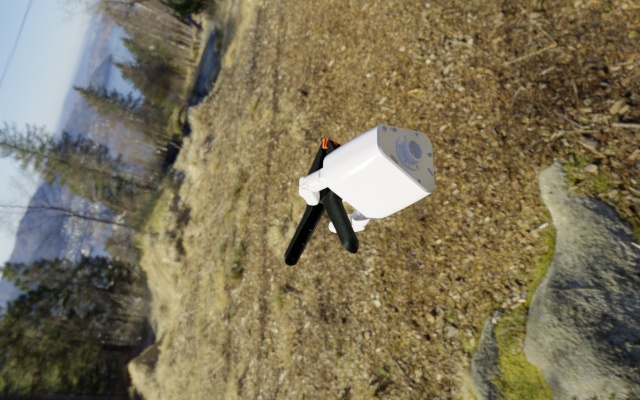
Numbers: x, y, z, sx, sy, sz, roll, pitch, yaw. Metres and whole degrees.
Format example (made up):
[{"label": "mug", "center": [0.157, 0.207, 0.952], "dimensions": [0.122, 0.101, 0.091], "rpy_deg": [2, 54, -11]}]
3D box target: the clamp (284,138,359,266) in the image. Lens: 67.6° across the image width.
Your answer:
[{"label": "clamp", "center": [0.000, 0.002, 0.755], "dimensions": [0.036, 0.210, 0.164], "rpy_deg": [22, -32, -34]}]
